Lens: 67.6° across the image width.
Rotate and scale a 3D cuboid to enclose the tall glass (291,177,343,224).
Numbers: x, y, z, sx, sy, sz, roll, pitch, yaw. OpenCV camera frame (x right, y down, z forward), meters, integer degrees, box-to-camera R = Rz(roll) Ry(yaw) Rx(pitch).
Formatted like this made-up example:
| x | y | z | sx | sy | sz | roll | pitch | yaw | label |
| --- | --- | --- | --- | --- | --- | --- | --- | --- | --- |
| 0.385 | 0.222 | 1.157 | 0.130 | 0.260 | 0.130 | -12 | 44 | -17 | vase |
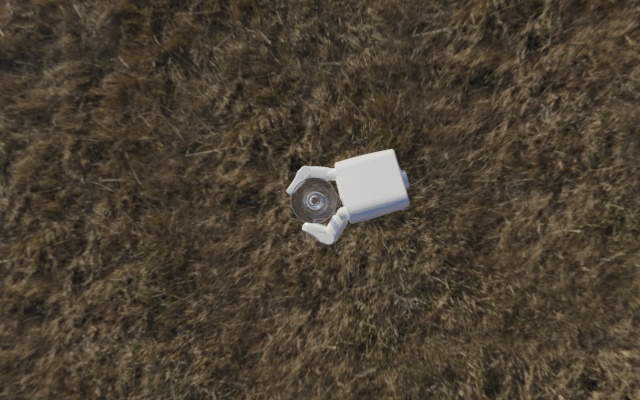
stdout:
| x | y | z | sx | sy | sz | roll | pitch | yaw | label |
| --- | --- | --- | --- | --- | --- | --- | --- | --- | --- |
| 0.000 | 0.003 | 0.856 | 0.079 | 0.079 | 0.201 | 0 | -2 | 6 | tall glass |
